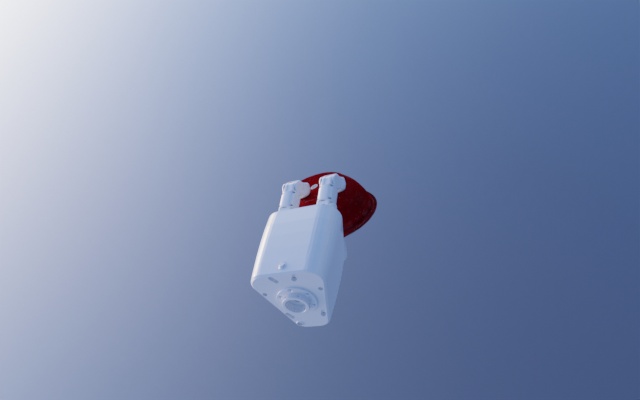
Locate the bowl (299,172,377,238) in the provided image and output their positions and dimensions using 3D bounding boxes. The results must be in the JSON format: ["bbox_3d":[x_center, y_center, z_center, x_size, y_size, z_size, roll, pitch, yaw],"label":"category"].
[{"bbox_3d":[0.000,0.001,0.718,0.162,0.055,0.162,-17,25,8],"label":"bowl"}]
